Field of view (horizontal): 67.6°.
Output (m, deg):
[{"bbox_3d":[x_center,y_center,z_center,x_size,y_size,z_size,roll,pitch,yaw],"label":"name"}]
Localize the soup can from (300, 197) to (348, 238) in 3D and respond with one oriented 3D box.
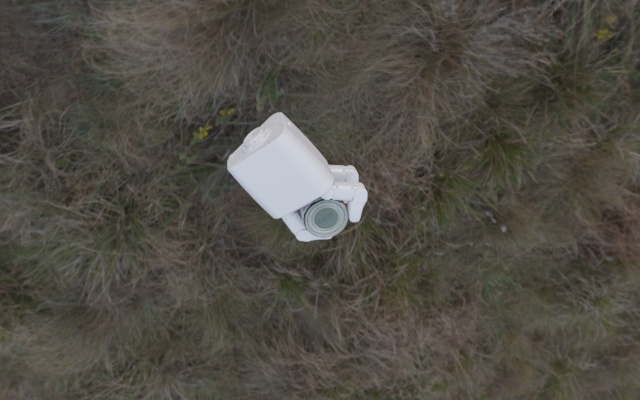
[{"bbox_3d":[0.000,0.003,0.732,0.068,0.068,0.102,0,29,-11],"label":"soup can"}]
